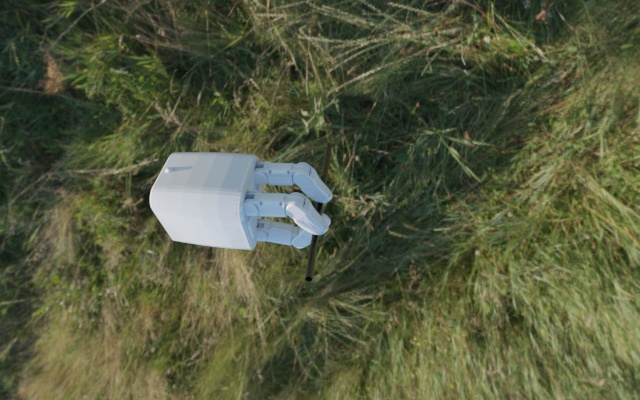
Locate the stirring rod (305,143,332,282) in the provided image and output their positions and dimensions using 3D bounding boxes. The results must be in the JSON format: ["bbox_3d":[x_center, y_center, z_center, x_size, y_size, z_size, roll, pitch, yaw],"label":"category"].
[{"bbox_3d":[0.000,0.002,0.590,0.011,0.011,0.239,0,42,8],"label":"stirring rod"}]
